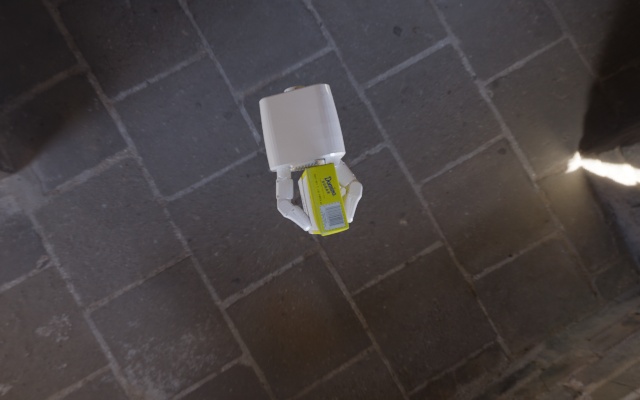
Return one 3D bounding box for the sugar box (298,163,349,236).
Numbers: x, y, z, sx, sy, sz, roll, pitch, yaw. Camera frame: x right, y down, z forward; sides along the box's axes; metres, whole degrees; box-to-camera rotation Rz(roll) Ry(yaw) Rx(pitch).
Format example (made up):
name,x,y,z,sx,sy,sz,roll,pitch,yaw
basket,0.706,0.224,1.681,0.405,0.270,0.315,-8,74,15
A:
name,x,y,z,sx,sy,sz,roll,pitch,yaw
sugar box,0.001,0.002,0.713,0.048,0.093,0.176,-12,-1,-4
